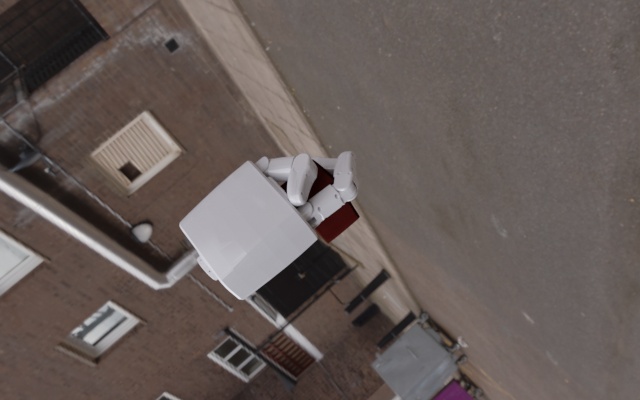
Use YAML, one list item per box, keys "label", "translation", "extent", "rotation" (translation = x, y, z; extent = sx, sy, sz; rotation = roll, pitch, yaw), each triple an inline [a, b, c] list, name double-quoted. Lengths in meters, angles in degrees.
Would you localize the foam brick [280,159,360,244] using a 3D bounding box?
- label: "foam brick"
  translation: [0.000, 0.002, 0.557]
  extent: [0.053, 0.051, 0.078]
  rotation: [42, -9, 44]
